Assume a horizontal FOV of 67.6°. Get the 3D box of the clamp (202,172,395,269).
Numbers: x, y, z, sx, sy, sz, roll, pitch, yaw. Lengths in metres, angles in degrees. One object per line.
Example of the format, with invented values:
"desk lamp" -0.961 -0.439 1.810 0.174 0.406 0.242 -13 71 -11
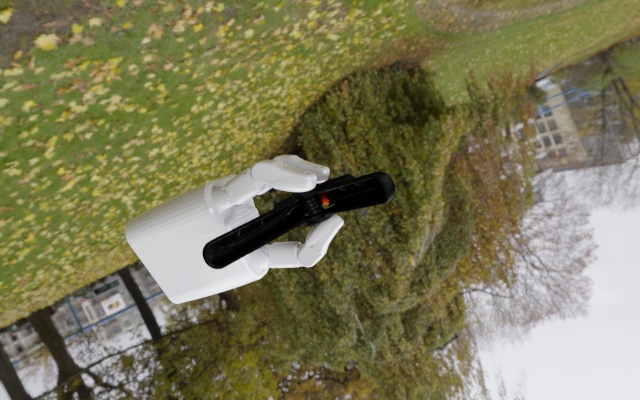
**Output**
"clamp" 0.000 0.002 0.459 0.164 0.036 0.210 -21 5 17
